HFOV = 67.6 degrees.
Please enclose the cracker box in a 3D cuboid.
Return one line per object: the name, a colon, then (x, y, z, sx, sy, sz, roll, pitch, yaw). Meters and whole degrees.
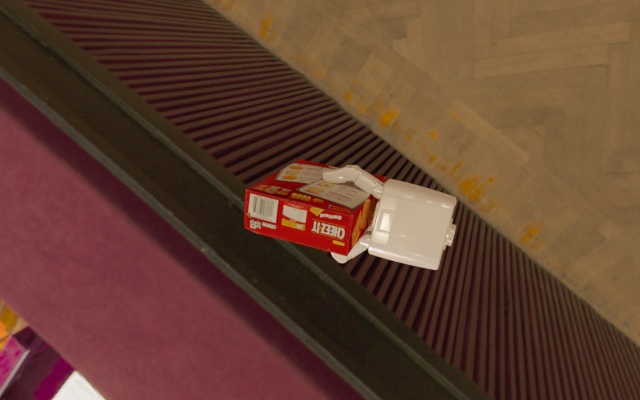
cracker box: (0.000, 0.002, 0.760, 0.164, 0.072, 0.213, 13, 20, 16)
